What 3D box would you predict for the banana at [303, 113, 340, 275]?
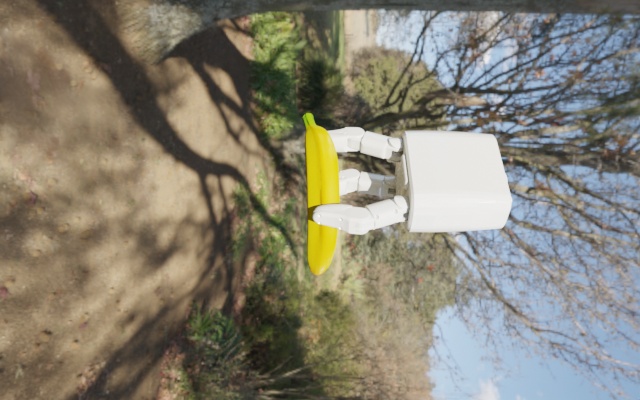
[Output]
[{"bbox_3d":[0.002,0.004,0.542,0.037,0.198,0.069,-2,16,-4],"label":"banana"}]
